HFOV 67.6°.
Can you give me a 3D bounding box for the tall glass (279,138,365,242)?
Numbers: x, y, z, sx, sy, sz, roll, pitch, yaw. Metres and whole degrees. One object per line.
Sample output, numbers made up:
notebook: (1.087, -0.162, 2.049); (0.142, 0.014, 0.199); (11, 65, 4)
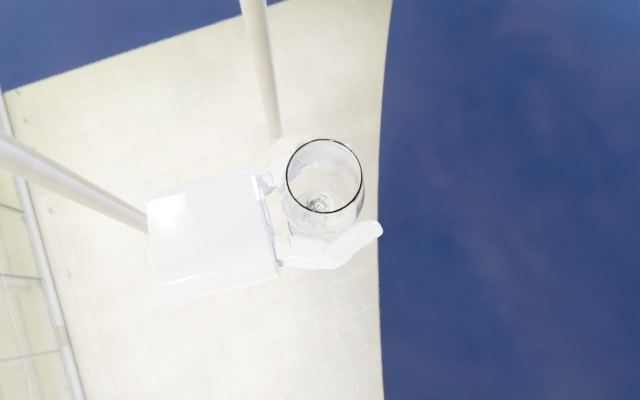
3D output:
tall glass: (0.000, 0.002, 0.472); (0.079, 0.079, 0.201); (0, -12, -2)
